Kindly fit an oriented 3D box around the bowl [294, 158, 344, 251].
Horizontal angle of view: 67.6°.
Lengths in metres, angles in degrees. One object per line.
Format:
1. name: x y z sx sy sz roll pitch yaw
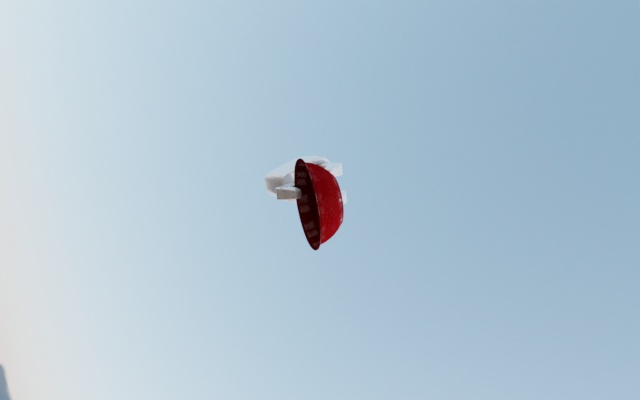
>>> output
1. bowl: 0.001 0.003 0.829 0.055 0.162 0.162 -10 2 -14
